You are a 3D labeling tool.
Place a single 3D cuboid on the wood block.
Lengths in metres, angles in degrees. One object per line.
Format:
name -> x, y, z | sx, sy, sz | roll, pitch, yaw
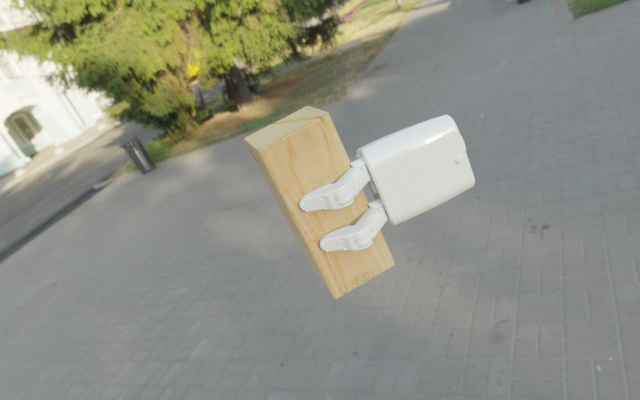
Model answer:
wood block -> 0.000, 0.002, 0.579 | 0.090, 0.206, 0.090 | -29, 22, -8
